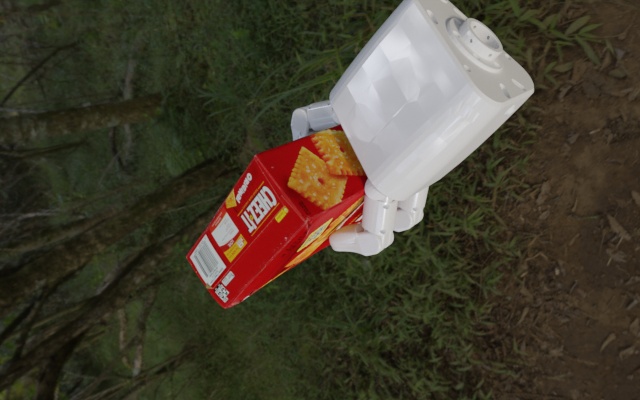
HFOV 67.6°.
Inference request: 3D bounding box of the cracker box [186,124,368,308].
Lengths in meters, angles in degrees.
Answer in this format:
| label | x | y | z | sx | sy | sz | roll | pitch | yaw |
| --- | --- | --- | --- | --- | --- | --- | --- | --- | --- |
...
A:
| label | x | y | z | sx | sy | sz | roll | pitch | yaw |
| --- | --- | --- | --- | --- | --- | --- | --- | --- | --- |
| cracker box | 0.000 | 0.001 | 0.454 | 0.213 | 0.072 | 0.164 | -26 | -15 | -45 |
